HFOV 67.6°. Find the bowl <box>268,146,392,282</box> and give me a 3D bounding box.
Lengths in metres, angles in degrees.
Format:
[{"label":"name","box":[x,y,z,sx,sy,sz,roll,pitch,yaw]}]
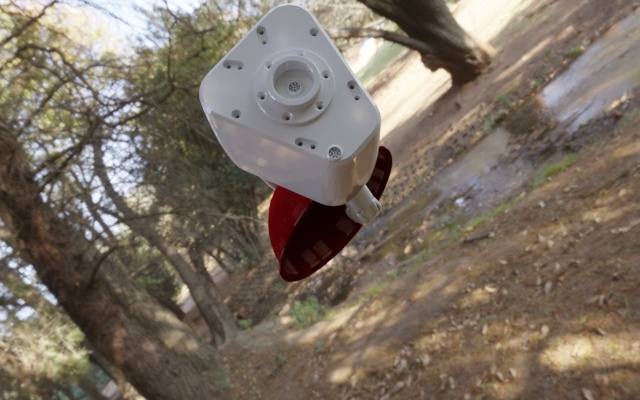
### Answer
[{"label":"bowl","box":[0.000,0.002,0.476,0.055,0.162,0.162,38,17,22]}]
